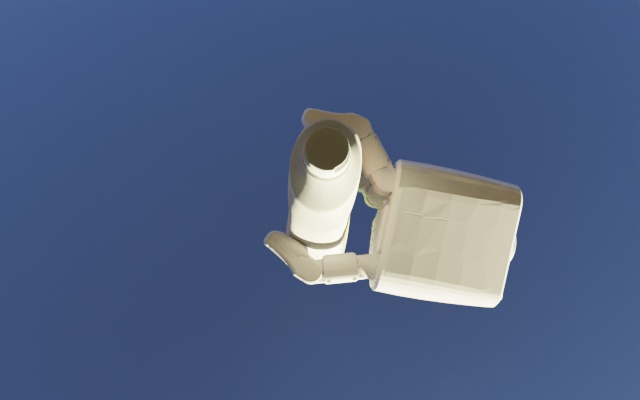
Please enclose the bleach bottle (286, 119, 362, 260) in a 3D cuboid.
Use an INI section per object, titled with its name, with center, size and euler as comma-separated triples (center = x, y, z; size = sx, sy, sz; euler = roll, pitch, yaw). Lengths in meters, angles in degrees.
[bleach bottle]
center = 0.000, 0.001, 0.420
size = 0.068, 0.102, 0.251
euler = 9, -12, 0
